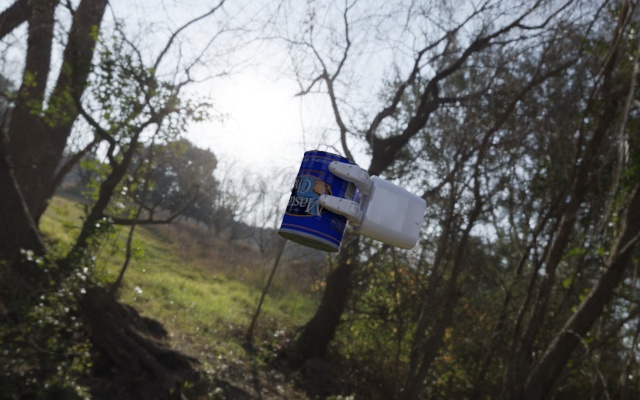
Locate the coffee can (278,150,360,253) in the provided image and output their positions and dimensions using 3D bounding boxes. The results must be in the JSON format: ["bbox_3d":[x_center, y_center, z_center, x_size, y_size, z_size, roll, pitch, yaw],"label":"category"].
[{"bbox_3d":[0.000,0.003,0.776,0.103,0.140,0.103,16,-13,4],"label":"coffee can"}]
